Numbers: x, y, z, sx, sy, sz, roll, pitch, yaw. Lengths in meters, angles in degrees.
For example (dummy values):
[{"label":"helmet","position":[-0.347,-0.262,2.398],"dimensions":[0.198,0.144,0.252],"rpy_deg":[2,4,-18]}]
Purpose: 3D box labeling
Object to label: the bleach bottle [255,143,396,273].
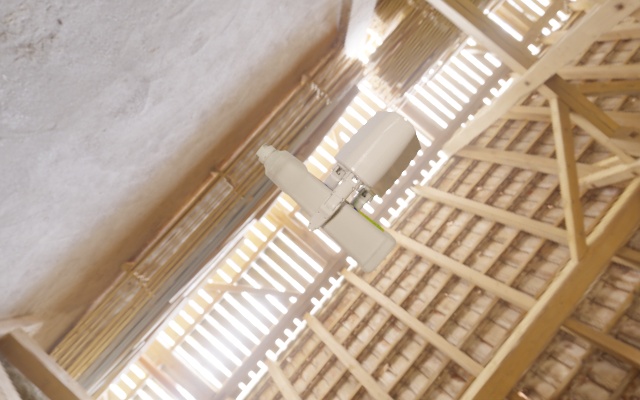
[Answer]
[{"label":"bleach bottle","position":[0.000,0.002,0.736],"dimensions":[0.251,0.068,0.102],"rpy_deg":[41,3,3]}]
